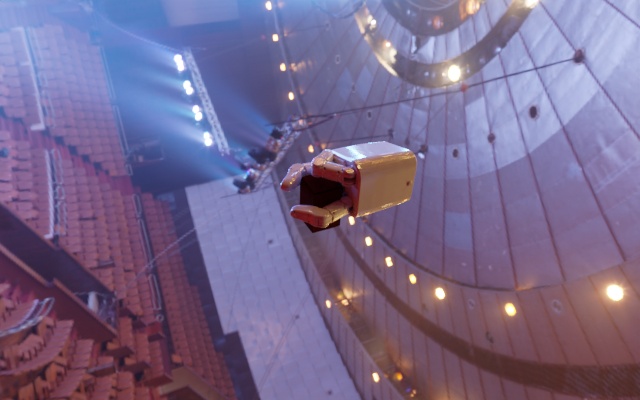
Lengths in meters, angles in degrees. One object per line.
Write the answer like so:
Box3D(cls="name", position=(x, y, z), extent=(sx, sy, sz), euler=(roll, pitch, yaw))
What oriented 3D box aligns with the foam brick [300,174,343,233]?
Box3D(cls="foam brick", position=(0.000, 0.003, 0.755), extent=(0.051, 0.078, 0.053), euler=(-14, 40, -22))
